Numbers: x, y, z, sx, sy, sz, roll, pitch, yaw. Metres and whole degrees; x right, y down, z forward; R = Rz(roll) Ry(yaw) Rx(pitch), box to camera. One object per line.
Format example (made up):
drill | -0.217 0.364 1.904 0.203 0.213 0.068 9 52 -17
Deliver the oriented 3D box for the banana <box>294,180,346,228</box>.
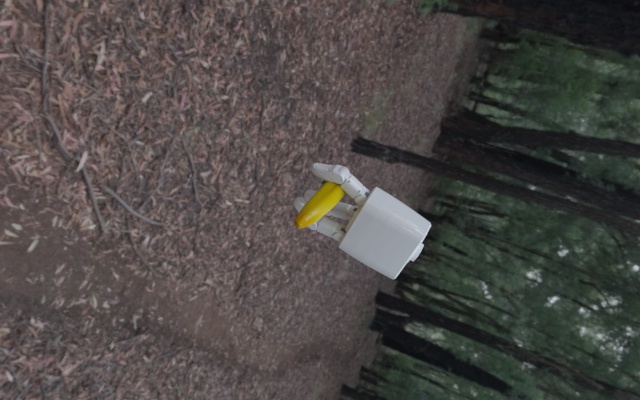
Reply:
banana | 0.013 -0.010 0.770 0.070 0.037 0.197 -43 4 24
